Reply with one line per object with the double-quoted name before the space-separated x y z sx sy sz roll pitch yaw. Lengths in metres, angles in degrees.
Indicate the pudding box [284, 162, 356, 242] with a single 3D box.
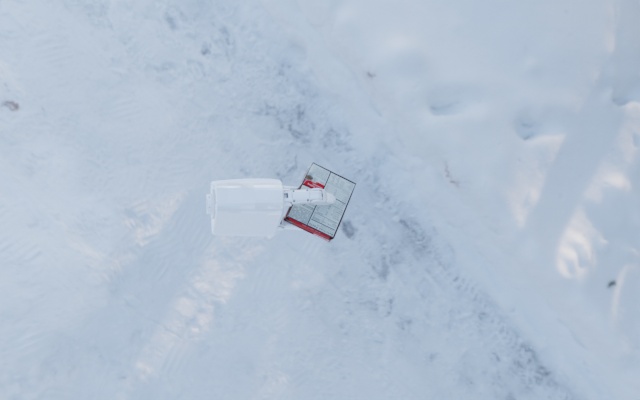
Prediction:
"pudding box" 0.000 0.003 0.826 0.090 0.113 0.039 26 -17 -7
